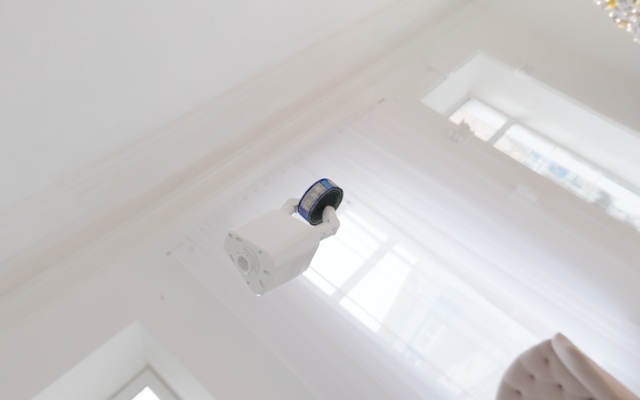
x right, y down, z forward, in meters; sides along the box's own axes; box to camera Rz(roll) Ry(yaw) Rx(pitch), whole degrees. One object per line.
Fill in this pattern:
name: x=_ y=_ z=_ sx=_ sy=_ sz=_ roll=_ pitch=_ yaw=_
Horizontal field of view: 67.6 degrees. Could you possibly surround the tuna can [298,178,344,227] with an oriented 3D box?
tuna can: x=0.000 y=0.002 z=0.852 sx=0.033 sy=0.086 sz=0.086 roll=41 pitch=20 yaw=25
